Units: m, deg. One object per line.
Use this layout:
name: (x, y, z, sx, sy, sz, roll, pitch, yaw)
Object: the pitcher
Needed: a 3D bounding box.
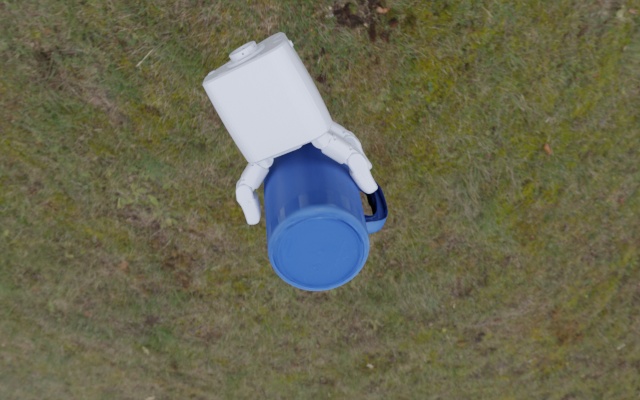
pitcher: (0.000, 0.002, 0.601, 0.149, 0.145, 0.242, -25, 27, 8)
